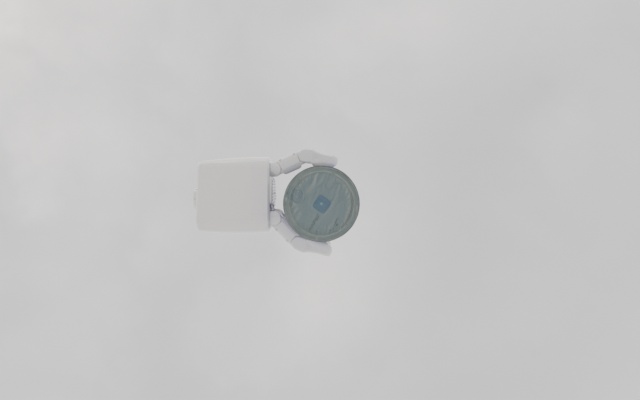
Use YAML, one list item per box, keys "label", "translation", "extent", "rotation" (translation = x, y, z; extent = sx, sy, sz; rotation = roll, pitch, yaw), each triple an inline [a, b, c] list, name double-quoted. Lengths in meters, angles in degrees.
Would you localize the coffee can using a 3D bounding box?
- label: "coffee can"
  translation: [0.000, 0.002, 0.704]
  extent: [0.103, 0.103, 0.140]
  rotation: [0, 2, -1]
